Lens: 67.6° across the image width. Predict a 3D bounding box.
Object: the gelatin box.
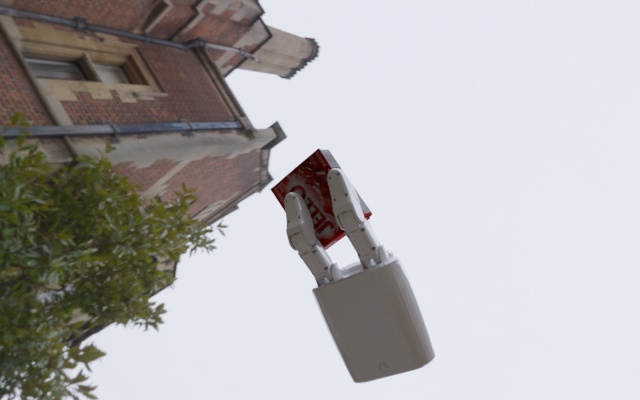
[{"bbox_3d":[0.000,0.001,0.504,0.073,0.089,0.030,-38,-14,22],"label":"gelatin box"}]
